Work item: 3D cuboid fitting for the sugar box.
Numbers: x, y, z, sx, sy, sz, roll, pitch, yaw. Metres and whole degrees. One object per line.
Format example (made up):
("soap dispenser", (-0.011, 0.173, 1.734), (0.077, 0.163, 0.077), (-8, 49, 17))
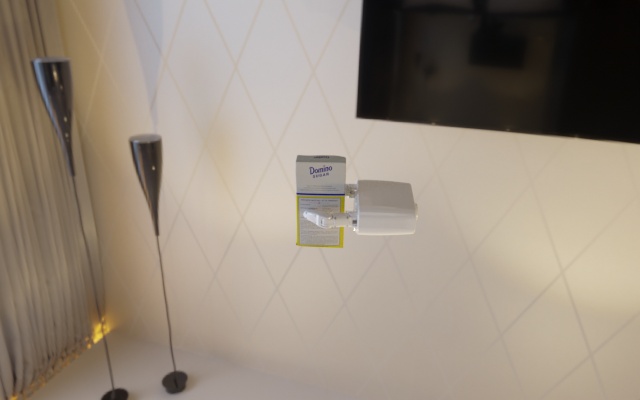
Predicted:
("sugar box", (0.000, 0.003, 0.899), (0.093, 0.176, 0.048), (2, 22, 1))
